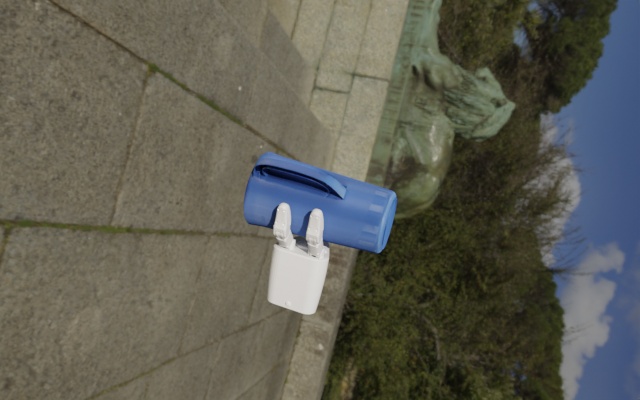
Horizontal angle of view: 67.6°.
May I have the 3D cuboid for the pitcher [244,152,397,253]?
[{"bbox_3d":[0.000,0.003,0.808,0.243,0.145,0.149,15,16,14],"label":"pitcher"}]
